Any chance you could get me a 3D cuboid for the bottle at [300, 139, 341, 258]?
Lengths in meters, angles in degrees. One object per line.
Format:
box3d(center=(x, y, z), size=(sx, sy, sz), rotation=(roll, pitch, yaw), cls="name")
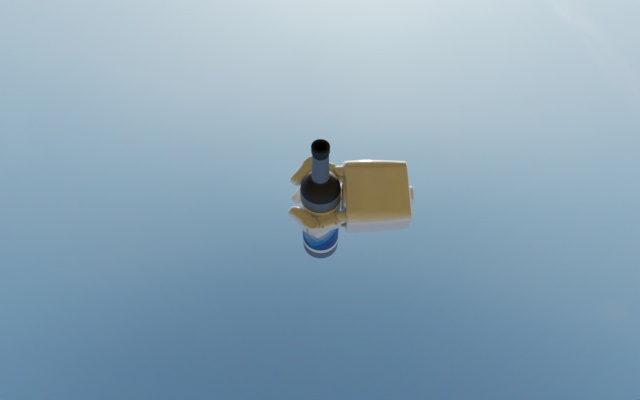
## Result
box3d(center=(0.000, 0.003, 0.797), size=(0.069, 0.069, 0.296), rotation=(0, -33, 0), cls="bottle")
